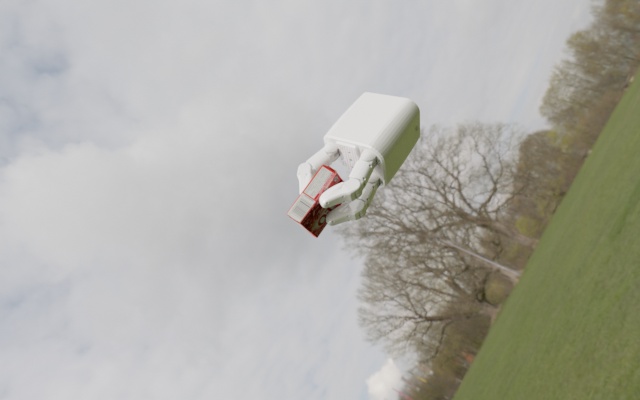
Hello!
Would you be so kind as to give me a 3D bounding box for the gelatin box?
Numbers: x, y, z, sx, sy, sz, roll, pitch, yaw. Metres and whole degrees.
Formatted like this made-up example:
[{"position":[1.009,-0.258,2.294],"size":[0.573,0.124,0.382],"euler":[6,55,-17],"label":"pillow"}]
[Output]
[{"position":[0.000,0.002,0.681],"size":[0.030,0.089,0.073],"euler":[34,-6,27],"label":"gelatin box"}]
